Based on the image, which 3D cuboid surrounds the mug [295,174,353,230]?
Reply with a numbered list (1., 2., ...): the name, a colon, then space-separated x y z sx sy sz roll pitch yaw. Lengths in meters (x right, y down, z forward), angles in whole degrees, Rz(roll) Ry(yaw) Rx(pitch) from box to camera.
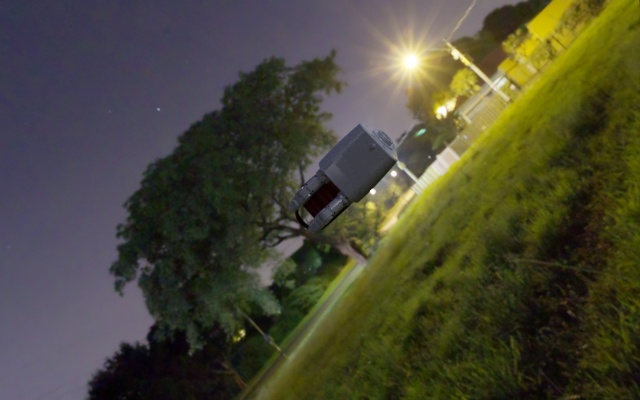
1. mug: -0.001 0.004 0.898 0.117 0.081 0.093 -44 -6 18
